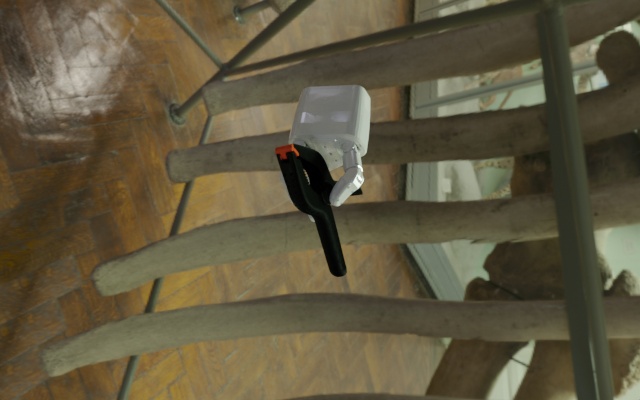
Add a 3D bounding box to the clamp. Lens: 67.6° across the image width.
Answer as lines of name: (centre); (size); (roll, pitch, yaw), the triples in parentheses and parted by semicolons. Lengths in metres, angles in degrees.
clamp: (0.001, 0.002, 0.680); (0.036, 0.164, 0.210); (-9, -34, 29)
